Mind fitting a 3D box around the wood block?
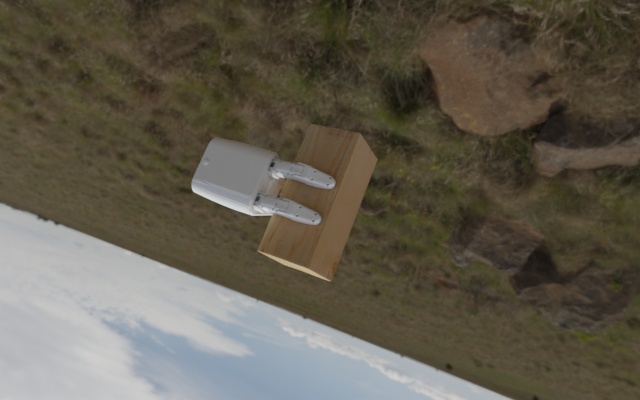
[{"bbox_3d":[0.000,0.002,0.714,0.090,0.206,0.091,15,-14,28],"label":"wood block"}]
